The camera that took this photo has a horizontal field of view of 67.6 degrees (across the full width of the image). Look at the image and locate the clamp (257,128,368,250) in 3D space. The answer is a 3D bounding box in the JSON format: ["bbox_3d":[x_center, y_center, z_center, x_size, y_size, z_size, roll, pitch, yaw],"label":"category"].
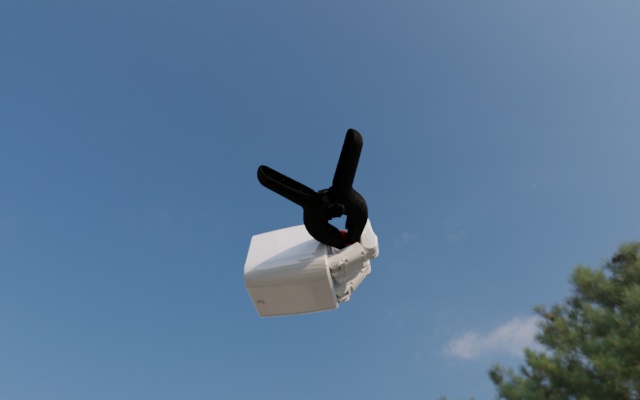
[{"bbox_3d":[0.000,0.002,0.560,0.120,0.172,0.039,-12,39,3],"label":"clamp"}]
